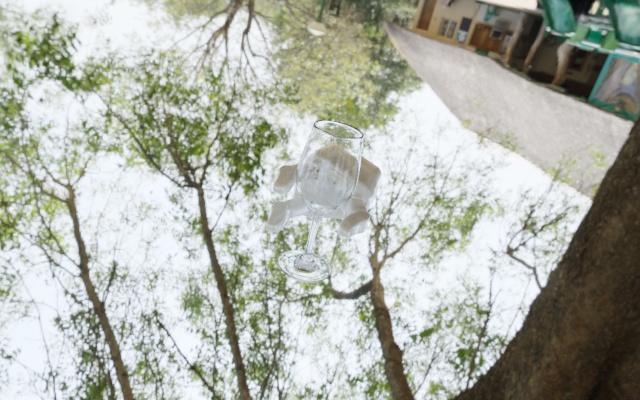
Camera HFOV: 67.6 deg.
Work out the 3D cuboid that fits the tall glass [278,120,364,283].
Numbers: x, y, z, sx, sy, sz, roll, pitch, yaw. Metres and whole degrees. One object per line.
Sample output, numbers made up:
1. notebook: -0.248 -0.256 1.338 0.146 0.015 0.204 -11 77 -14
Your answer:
1. tall glass: 0.000 0.003 0.612 0.079 0.201 0.079 11 25 -5
